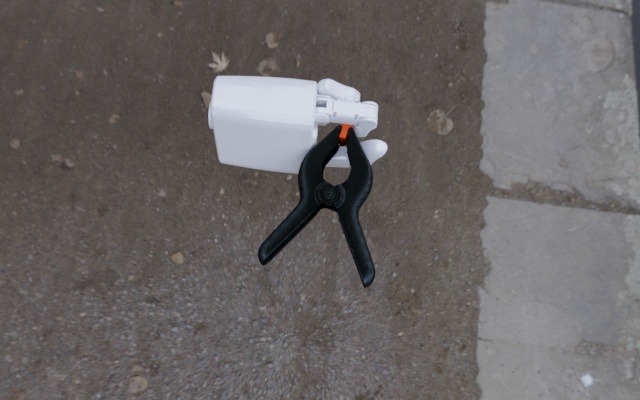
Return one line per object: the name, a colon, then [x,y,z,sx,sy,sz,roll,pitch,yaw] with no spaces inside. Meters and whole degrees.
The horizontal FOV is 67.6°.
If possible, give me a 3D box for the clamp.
clamp: [0.000,0.001,0.499,0.120,0.171,0.039,5,-16,-2]
